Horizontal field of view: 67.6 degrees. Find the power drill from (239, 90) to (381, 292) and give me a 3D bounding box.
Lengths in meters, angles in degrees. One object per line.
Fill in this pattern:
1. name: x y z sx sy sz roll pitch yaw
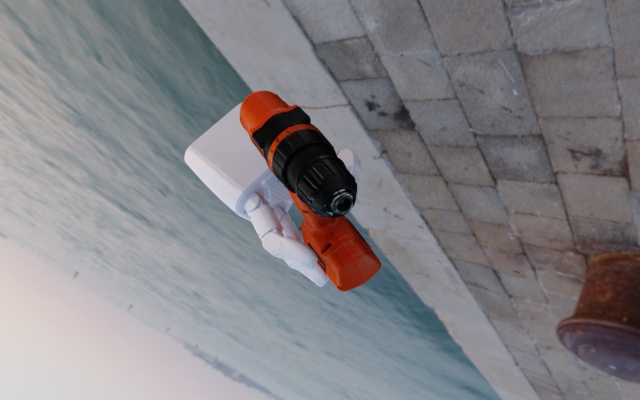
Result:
1. power drill: 0.000 0.002 0.446 0.057 0.188 0.184 -29 41 -6
